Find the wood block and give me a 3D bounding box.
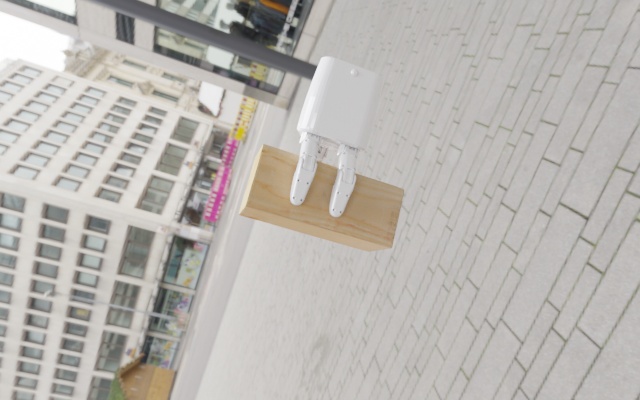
[{"bbox_3d":[0.000,0.002,0.676,0.206,0.090,0.091,17,-12,-13],"label":"wood block"}]
